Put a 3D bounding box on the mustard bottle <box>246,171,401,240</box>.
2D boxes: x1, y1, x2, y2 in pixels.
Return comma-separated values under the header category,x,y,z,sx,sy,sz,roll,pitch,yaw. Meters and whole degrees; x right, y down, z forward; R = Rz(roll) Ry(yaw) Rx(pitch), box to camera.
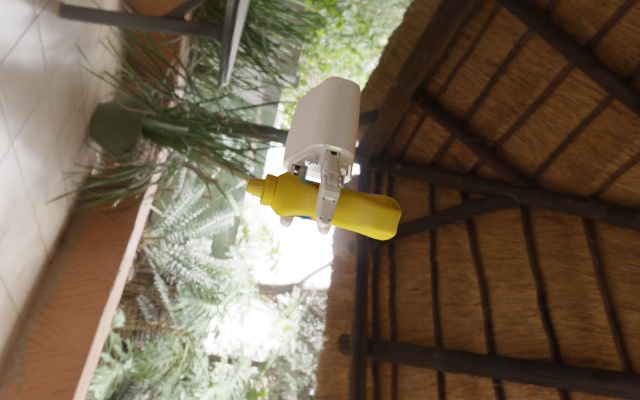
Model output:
category,x,y,z,sx,sy,sz,roll,pitch,yaw
mustard bottle,0.000,0.002,0.614,0.191,0.058,0.096,14,5,-12
